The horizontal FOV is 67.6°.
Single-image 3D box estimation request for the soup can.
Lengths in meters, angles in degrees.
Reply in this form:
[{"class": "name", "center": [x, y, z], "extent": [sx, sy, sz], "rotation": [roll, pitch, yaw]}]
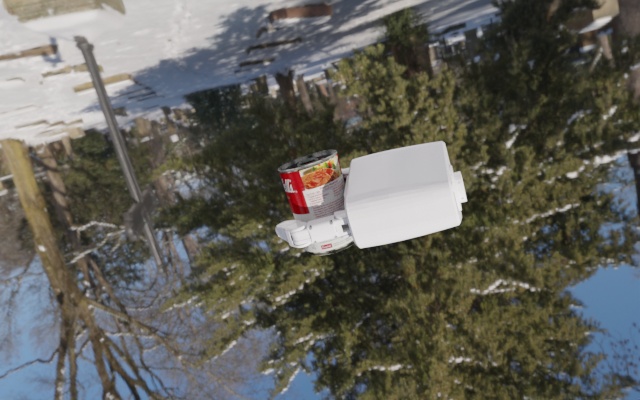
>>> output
[{"class": "soup can", "center": [0.000, 0.002, 0.536], "extent": [0.068, 0.102, 0.068], "rotation": [-16, 14, 4]}]
